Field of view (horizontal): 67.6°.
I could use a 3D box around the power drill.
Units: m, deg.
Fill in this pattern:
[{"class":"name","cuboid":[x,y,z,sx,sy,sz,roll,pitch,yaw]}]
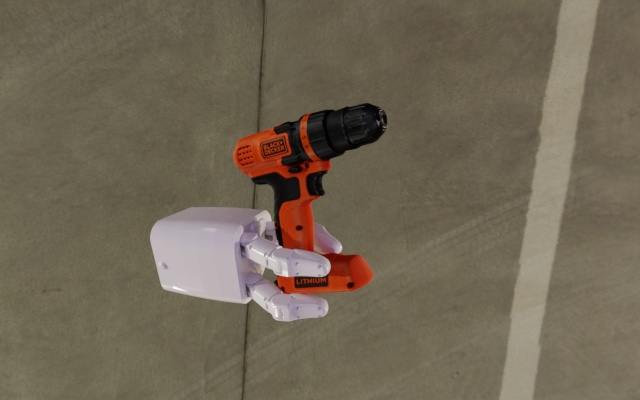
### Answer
[{"class":"power drill","cuboid":[0.000,0.002,0.510,0.184,0.187,0.057,-11,2,33]}]
